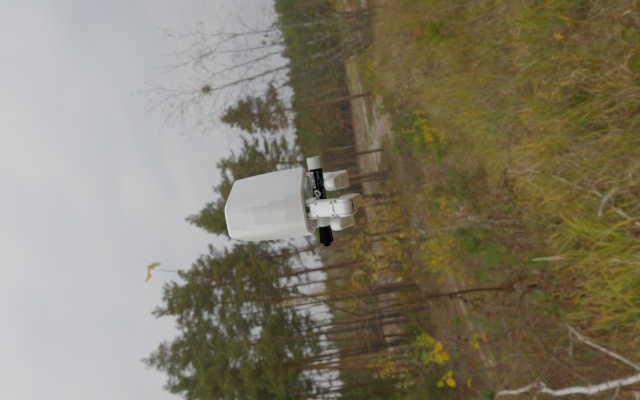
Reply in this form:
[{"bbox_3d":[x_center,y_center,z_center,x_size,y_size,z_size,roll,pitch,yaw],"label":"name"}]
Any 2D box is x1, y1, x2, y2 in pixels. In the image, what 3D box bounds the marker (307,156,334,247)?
[{"bbox_3d":[0.000,0.002,0.637,0.020,0.121,0.020,-9,8,1],"label":"marker"}]
